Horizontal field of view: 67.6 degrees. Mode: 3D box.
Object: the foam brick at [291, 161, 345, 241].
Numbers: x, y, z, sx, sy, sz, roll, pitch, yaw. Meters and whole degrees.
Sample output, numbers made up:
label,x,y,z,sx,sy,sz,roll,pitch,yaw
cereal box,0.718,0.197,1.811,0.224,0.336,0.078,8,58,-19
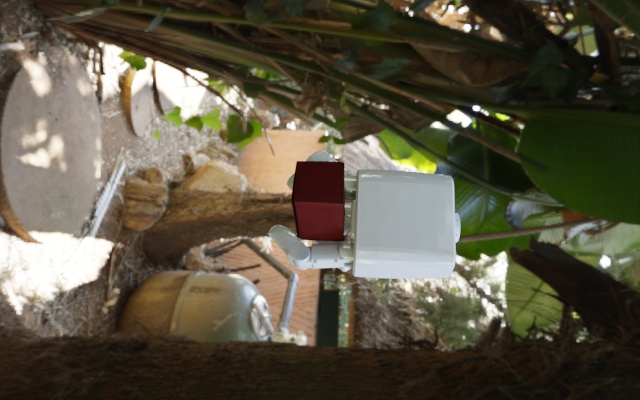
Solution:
label,x,y,z,sx,sy,sz,roll,pitch,yaw
foam brick,0.000,0.002,0.503,0.051,0.053,0.078,2,-34,4
